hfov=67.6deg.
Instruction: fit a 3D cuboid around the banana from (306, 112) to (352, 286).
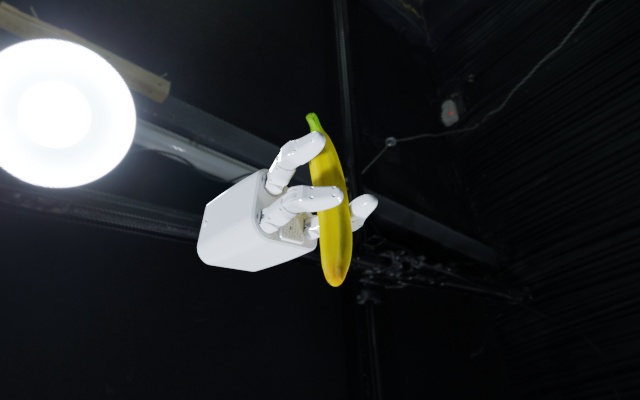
[{"bbox_3d":[0.008,0.002,0.545,0.037,0.197,0.070,-18,-19,23],"label":"banana"}]
